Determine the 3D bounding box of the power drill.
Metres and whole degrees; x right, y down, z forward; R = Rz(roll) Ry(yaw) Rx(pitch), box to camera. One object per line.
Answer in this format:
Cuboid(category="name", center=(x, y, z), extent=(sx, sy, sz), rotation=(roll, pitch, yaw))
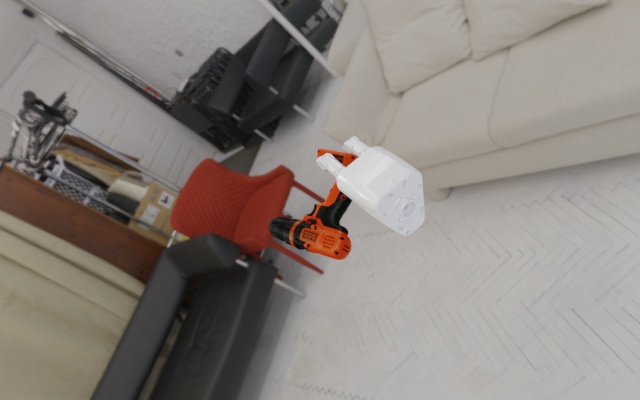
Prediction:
Cuboid(category="power drill", center=(0.000, 0.002, 0.866), extent=(0.184, 0.187, 0.057), rotation=(15, -9, 38))
